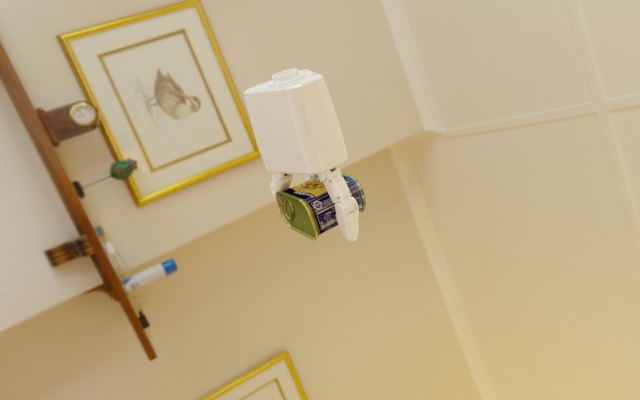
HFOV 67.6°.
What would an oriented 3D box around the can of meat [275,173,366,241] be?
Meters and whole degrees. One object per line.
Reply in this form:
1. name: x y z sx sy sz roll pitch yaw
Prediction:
1. can of meat: 0.000 0.002 0.638 0.084 0.057 0.102 -27 22 -22
